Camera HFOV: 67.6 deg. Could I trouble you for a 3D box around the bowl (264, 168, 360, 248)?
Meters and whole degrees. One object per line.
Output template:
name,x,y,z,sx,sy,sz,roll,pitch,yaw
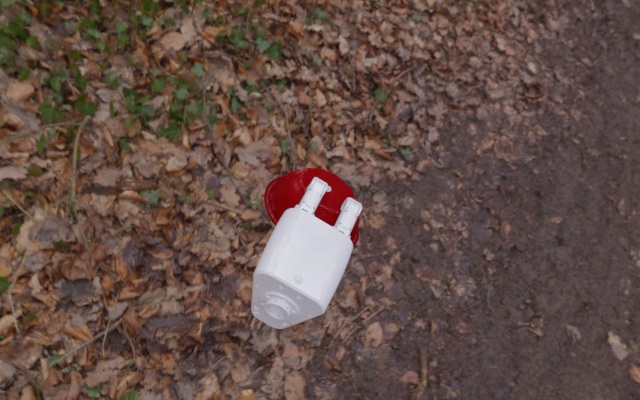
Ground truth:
bowl,0.000,0.001,0.713,0.162,0.162,0.055,0,-43,-39
